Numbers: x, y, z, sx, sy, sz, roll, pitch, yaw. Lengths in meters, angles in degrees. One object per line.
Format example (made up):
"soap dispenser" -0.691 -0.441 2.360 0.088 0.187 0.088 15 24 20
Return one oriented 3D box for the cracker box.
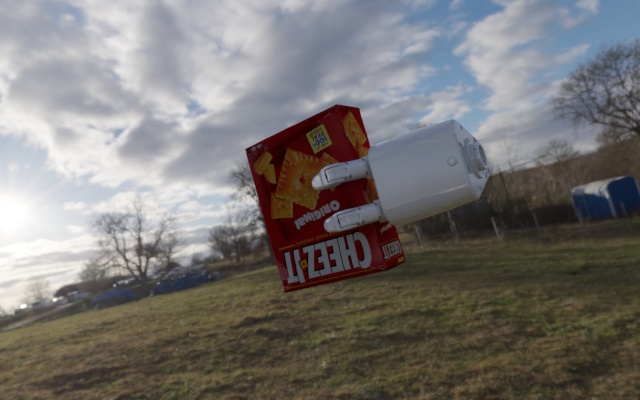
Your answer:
"cracker box" 0.000 0.002 0.640 0.164 0.213 0.072 -19 -6 32
